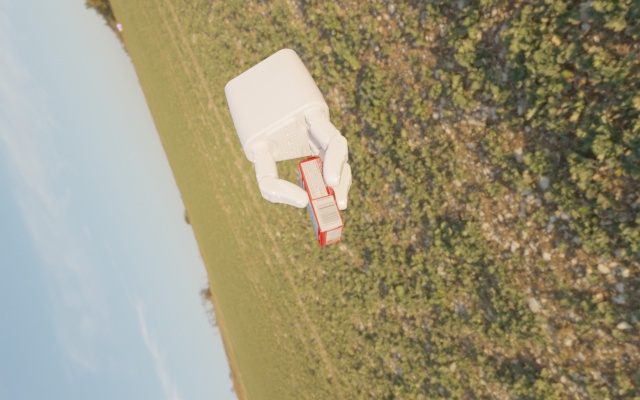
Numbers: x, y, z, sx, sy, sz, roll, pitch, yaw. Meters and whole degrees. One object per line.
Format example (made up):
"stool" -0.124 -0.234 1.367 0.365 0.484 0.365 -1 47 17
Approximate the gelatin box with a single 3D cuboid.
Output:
"gelatin box" 0.000 0.002 0.559 0.030 0.089 0.073 -16 -17 -6
